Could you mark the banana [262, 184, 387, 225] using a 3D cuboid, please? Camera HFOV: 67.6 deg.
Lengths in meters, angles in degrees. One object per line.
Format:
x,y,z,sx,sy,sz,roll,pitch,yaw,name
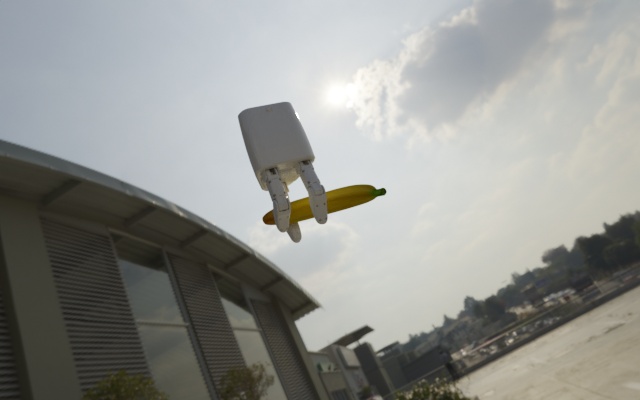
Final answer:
0.005,0.004,0.767,0.198,0.037,0.069,-16,-8,4,banana
